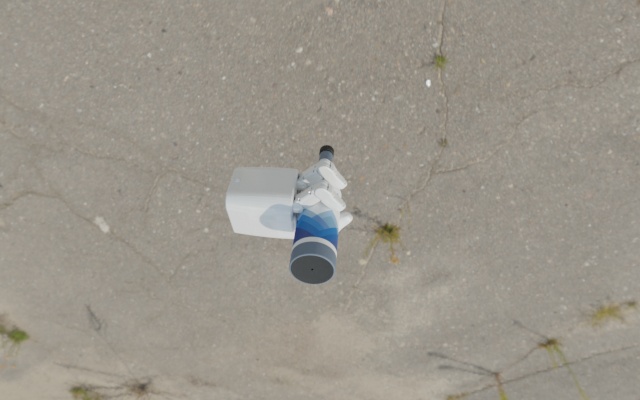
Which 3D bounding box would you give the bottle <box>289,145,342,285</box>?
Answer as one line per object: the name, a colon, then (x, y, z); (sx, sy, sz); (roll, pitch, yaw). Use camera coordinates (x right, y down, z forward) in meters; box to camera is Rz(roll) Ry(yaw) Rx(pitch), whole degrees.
bottle: (0.000, 0.003, 0.787); (0.069, 0.069, 0.295); (0, 41, 6)
